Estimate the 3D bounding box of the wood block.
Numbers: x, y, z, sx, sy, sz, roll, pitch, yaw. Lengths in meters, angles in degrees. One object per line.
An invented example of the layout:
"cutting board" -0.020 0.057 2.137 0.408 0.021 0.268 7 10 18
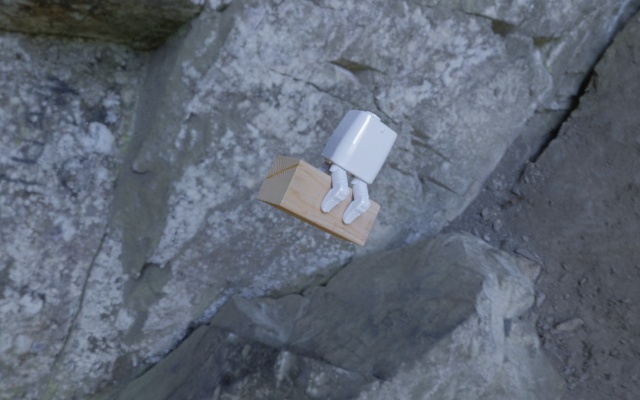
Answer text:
"wood block" 0.000 0.002 0.892 0.206 0.090 0.091 28 -7 -34
